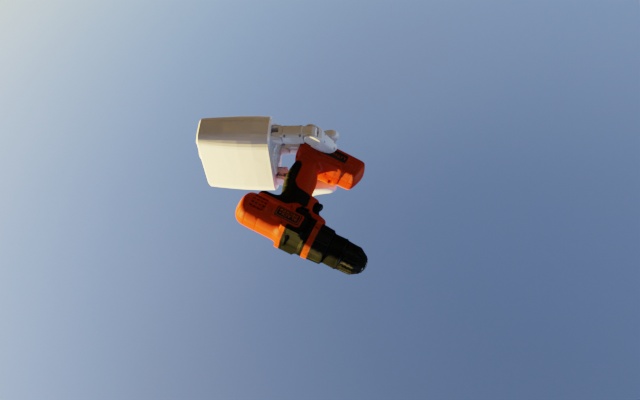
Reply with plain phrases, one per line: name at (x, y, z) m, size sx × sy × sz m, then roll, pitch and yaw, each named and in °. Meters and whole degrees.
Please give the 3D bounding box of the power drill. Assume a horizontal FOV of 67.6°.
power drill at (0.000, 0.002, 0.668) m, size 0.184 × 0.057 × 0.187 m, roll 27°, pitch 45°, yaw 2°
